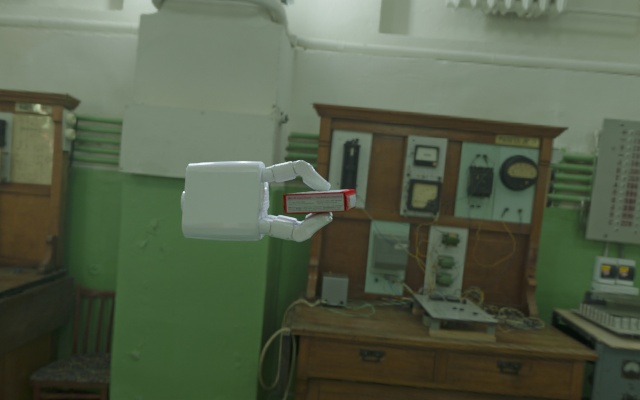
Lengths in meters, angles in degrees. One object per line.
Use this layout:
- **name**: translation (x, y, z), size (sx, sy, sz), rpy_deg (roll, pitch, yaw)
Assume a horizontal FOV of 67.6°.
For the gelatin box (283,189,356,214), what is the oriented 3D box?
- **gelatin box**: translation (0.000, 0.002, 0.671), size (0.089, 0.030, 0.073), rpy_deg (-3, 2, 14)
